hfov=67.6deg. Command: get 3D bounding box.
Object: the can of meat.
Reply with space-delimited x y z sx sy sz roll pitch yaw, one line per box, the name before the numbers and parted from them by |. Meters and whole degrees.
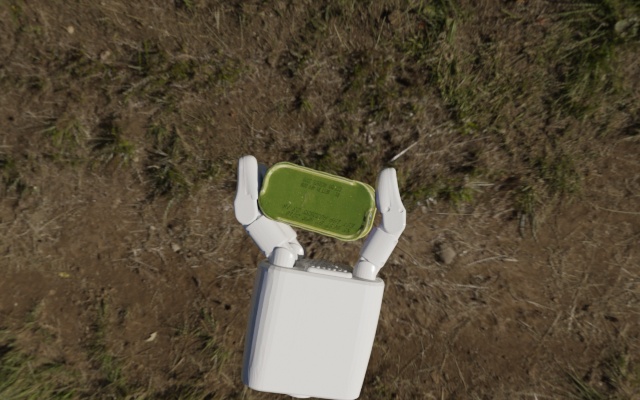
can of meat | 0.000 0.001 0.437 0.102 0.057 0.084 15 1 7
